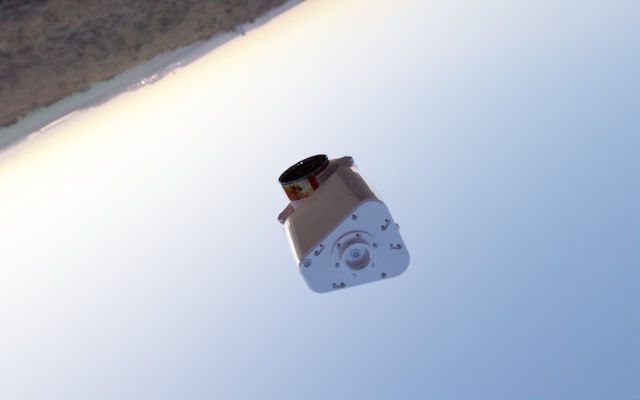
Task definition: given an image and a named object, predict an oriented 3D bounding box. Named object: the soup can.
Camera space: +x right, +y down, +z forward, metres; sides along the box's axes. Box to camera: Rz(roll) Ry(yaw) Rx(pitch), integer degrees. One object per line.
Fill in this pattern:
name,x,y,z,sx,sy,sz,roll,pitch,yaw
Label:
soup can,0.000,0.002,0.600,0.068,0.102,0.068,-24,21,10
